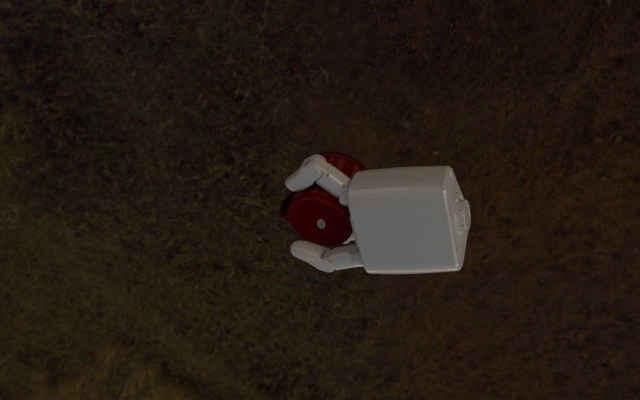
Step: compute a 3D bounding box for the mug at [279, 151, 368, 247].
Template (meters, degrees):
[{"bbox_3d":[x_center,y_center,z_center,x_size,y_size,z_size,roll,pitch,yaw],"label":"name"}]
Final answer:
[{"bbox_3d":[-0.001,0.002,0.588,0.117,0.093,0.081,-5,38,29],"label":"mug"}]
